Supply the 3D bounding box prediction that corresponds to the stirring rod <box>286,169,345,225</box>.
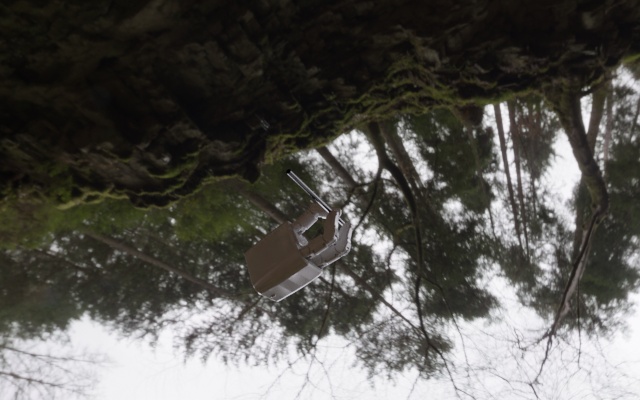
[{"bbox_3d":[0.000,0.003,0.814,0.011,0.011,0.240,0,-23,26],"label":"stirring rod"}]
